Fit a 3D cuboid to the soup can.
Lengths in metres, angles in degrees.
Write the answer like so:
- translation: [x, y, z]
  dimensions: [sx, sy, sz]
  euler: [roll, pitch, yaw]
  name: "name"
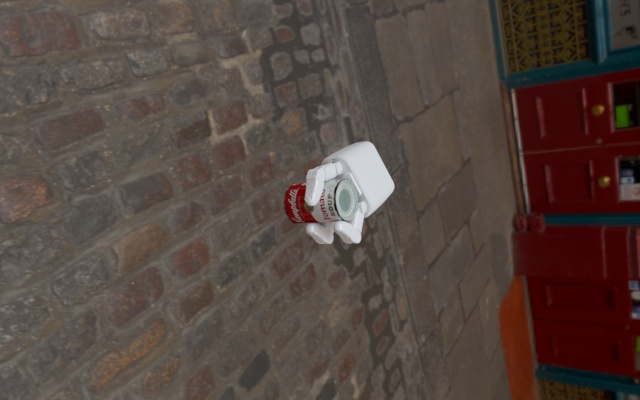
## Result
- translation: [0.000, 0.003, 0.768]
  dimensions: [0.102, 0.068, 0.068]
  euler: [-4, -2, 35]
  name: "soup can"
